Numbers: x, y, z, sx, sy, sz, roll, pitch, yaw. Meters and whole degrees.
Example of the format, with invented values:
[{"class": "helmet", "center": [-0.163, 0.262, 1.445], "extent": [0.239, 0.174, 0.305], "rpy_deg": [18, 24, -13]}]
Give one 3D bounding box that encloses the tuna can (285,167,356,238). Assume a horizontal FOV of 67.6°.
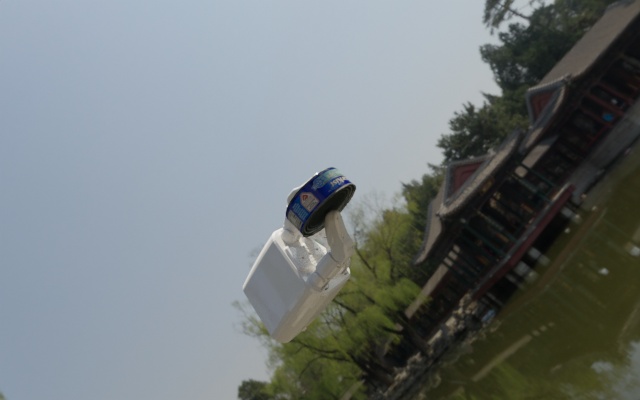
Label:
[{"class": "tuna can", "center": [0.000, 0.001, 0.564], "extent": [0.033, 0.086, 0.086], "rpy_deg": [45, 15, 16]}]
